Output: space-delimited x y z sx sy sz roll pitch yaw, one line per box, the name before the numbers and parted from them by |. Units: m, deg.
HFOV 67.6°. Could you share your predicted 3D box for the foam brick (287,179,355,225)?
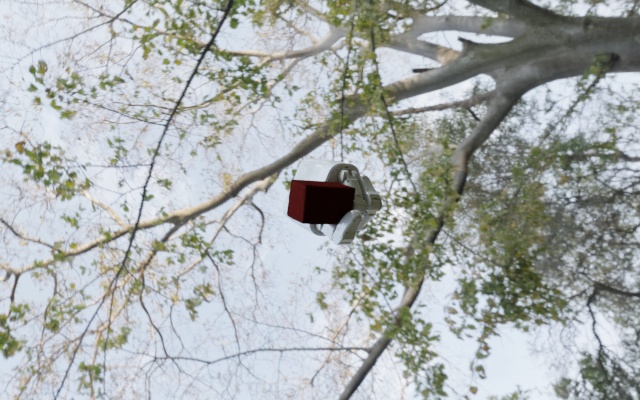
foam brick | 0.000 0.002 0.654 0.078 0.053 0.051 3 10 -31
